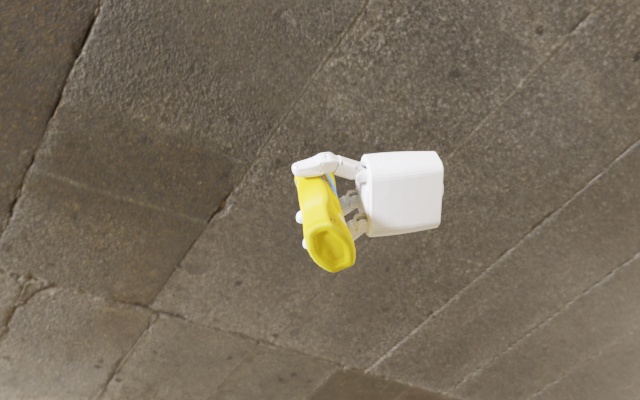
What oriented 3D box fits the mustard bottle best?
[{"bbox_3d":[0.000,0.002,0.673,0.058,0.096,0.191,-24,40,9],"label":"mustard bottle"}]
